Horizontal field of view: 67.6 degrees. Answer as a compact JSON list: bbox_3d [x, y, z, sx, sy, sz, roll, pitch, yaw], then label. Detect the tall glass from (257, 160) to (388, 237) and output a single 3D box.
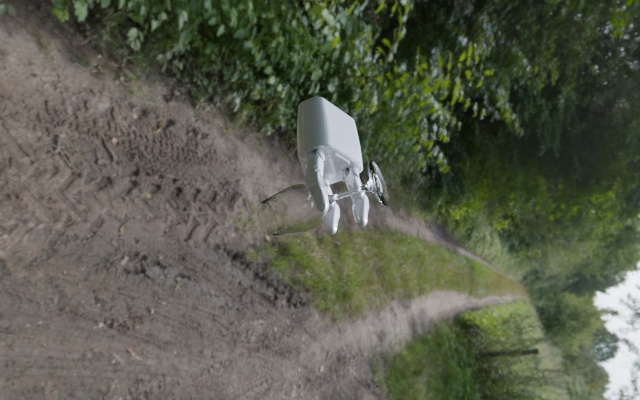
[{"bbox_3d":[0.001,0.002,0.756,0.201,0.079,0.079,-18,-7,21],"label":"tall glass"}]
